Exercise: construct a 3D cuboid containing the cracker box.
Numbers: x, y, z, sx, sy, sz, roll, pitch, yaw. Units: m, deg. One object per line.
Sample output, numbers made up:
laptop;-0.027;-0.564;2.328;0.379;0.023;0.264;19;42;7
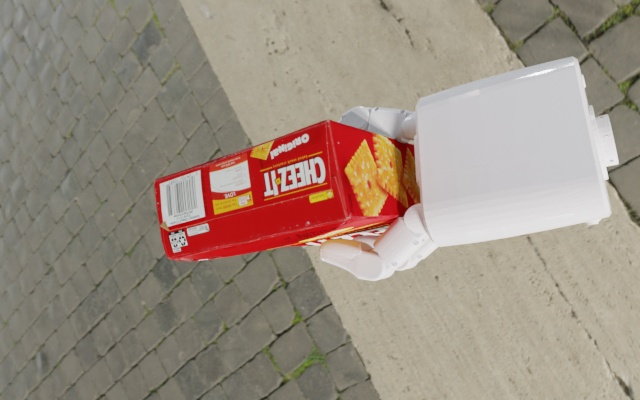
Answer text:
cracker box;0.000;0.001;0.406;0.164;0.072;0.214;-14;-9;31
